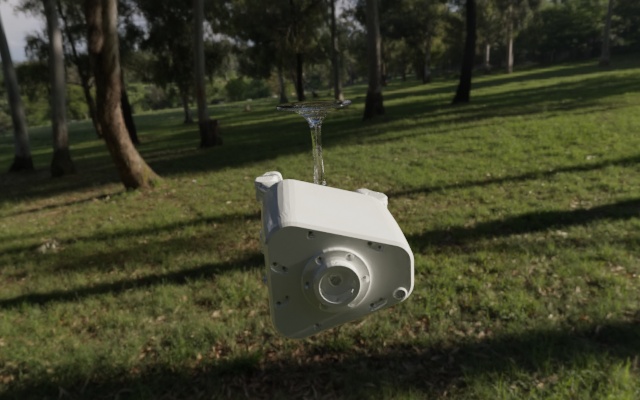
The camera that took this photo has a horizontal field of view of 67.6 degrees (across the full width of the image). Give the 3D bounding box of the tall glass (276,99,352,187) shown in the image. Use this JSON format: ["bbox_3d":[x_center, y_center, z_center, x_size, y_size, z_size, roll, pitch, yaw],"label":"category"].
[{"bbox_3d":[0.000,0.001,0.491,0.079,0.201,0.079,-4,17,1],"label":"tall glass"}]
